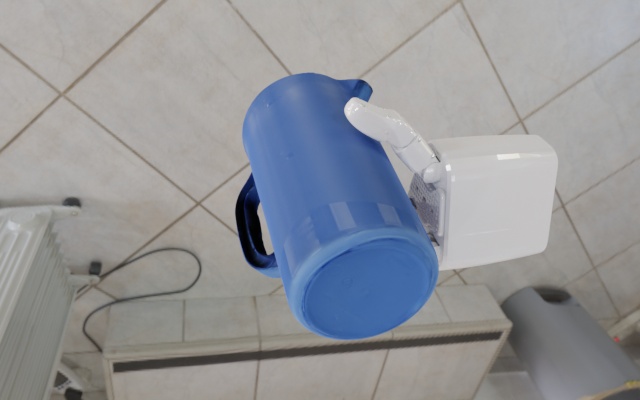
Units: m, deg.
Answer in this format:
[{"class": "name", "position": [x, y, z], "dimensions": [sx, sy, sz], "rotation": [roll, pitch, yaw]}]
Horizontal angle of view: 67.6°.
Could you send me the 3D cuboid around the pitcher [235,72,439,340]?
[{"class": "pitcher", "position": [0.000, 0.001, 0.419], "dimensions": [0.145, 0.149, 0.242], "rotation": [-4, 36, -11]}]
